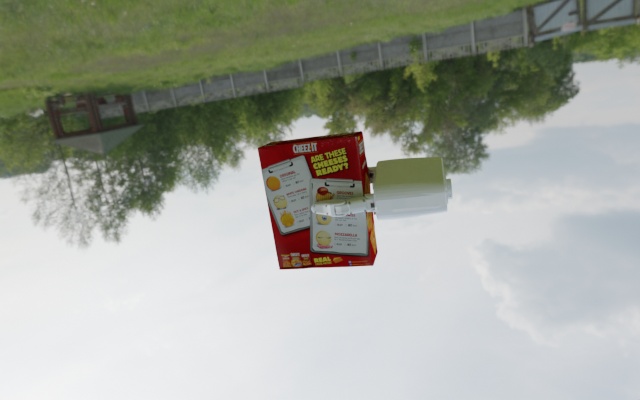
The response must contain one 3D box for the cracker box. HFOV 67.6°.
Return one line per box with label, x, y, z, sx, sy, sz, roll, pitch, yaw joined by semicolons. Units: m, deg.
cracker box;0.000;0.003;0.790;0.164;0.214;0.072;-5;15;15
